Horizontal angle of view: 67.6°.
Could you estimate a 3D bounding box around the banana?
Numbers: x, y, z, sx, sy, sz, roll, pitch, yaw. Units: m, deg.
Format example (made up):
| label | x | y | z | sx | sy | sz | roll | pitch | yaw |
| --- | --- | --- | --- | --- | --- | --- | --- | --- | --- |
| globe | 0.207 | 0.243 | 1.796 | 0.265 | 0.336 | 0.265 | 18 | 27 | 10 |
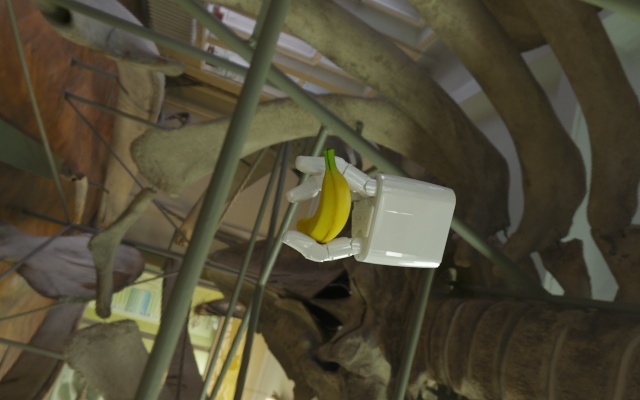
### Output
| label | x | y | z | sx | sy | sz | roll | pitch | yaw |
| --- | --- | --- | --- | --- | --- | --- | --- | --- | --- |
| banana | 0.003 | 0.017 | 0.587 | 0.037 | 0.069 | 0.198 | -1 | -28 | -15 |
